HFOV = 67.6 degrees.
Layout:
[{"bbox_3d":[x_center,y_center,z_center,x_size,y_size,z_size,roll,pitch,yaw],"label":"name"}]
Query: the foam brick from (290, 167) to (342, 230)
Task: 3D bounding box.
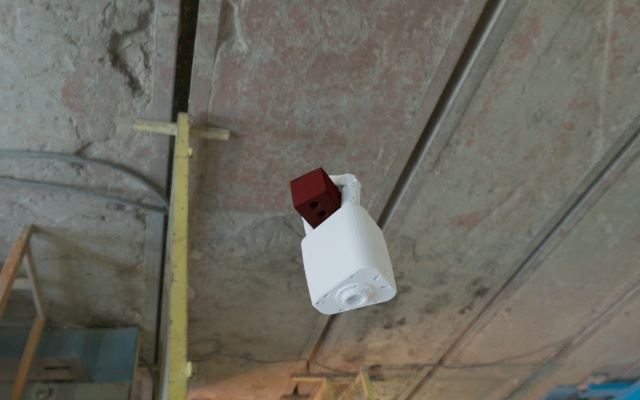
[{"bbox_3d":[0.000,0.002,0.678,0.053,0.051,0.078,-26,-47,16],"label":"foam brick"}]
